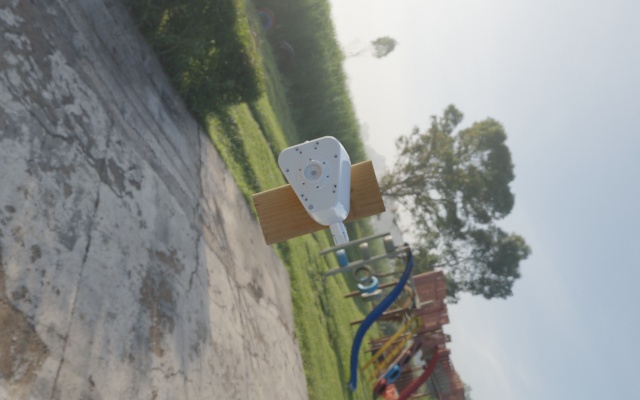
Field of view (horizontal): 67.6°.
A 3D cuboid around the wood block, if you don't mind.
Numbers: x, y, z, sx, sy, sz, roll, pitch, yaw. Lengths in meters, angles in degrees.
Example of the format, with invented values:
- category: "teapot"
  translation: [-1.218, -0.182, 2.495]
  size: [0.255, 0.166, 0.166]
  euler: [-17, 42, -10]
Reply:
- category: "wood block"
  translation: [0.000, 0.003, 0.824]
  size: [0.206, 0.091, 0.090]
  euler: [-16, 1, 6]
